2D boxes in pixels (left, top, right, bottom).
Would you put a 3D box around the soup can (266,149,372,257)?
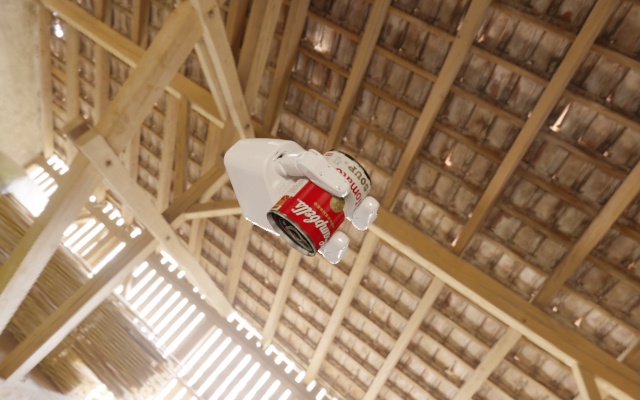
[{"bbox_3d":[0.001,0.001,0.521,0.102,0.068,0.068,-47,21,-21],"label":"soup can"}]
